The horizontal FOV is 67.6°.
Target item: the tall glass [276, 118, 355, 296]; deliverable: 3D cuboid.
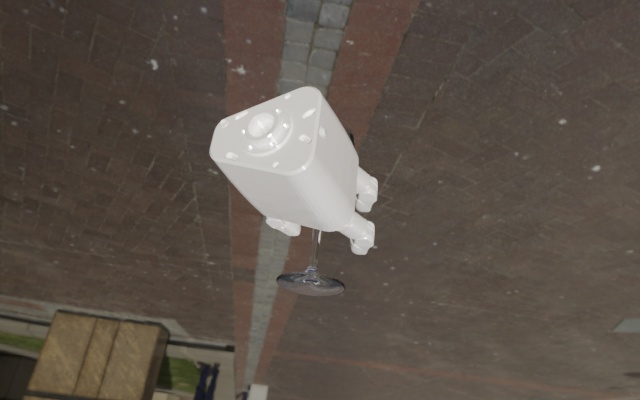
[{"bbox_3d":[0.000,0.002,0.551,0.079,0.201,0.079,5,-27,3],"label":"tall glass"}]
